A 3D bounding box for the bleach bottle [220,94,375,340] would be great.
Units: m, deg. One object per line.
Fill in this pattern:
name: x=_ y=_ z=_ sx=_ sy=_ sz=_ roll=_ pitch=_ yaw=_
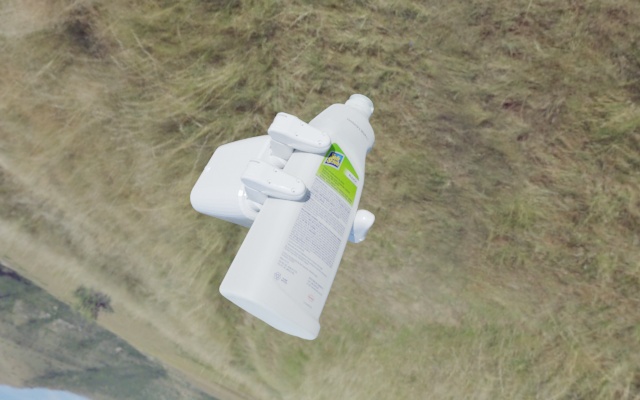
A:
bleach bottle: x=0.000 y=0.002 z=0.482 sx=0.068 sy=0.250 sz=0.103 roll=0 pitch=-34 yaw=46
